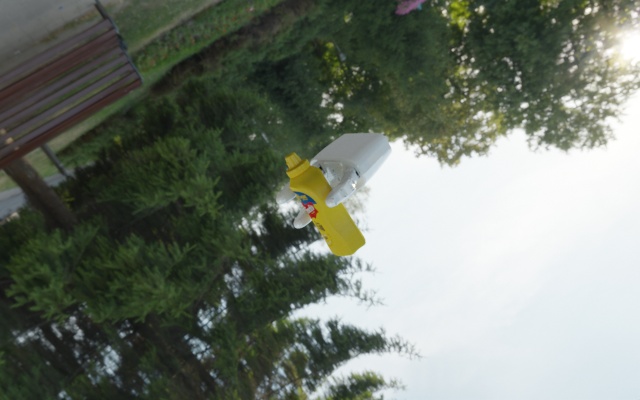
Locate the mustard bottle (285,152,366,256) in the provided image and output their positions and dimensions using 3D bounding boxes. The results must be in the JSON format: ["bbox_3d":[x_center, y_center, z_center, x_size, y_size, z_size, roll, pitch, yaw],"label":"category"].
[{"bbox_3d":[0.000,0.003,0.806,0.058,0.192,0.096,-36,16,-14],"label":"mustard bottle"}]
